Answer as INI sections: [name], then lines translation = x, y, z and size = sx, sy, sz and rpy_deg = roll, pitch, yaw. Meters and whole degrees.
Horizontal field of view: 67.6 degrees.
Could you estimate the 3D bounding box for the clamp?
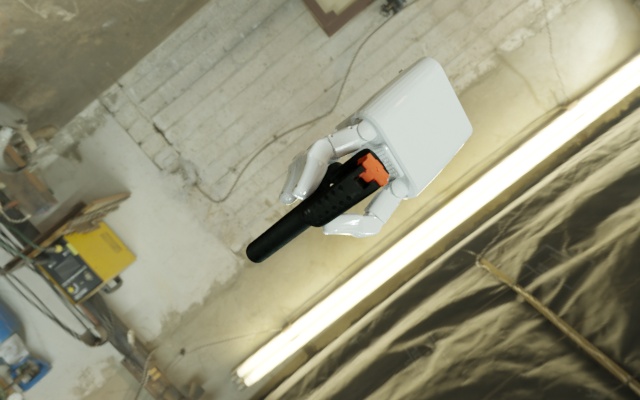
[clamp]
translation = 0.001, 0.002, 0.483
size = 0.164, 0.036, 0.210
rpy_deg = -46, 8, -17
